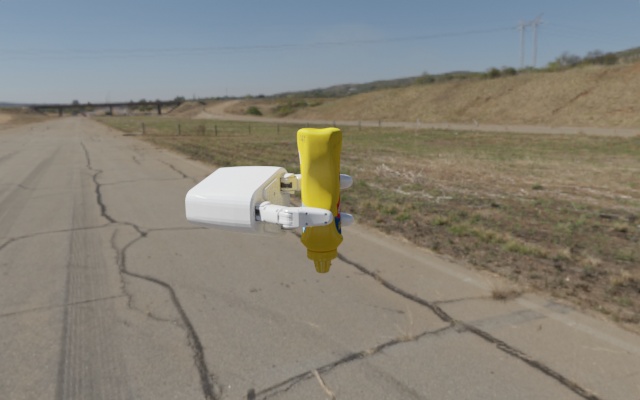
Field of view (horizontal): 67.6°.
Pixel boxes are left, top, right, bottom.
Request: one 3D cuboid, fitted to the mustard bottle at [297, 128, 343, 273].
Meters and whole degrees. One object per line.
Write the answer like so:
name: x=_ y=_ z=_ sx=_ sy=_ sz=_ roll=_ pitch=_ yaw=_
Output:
mustard bottle: x=0.000 y=0.002 z=0.629 sx=0.058 sy=0.192 sz=0.096 roll=-1 pitch=10 yaw=-1
